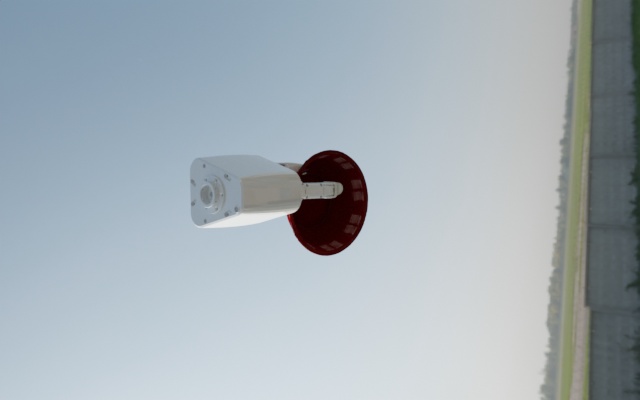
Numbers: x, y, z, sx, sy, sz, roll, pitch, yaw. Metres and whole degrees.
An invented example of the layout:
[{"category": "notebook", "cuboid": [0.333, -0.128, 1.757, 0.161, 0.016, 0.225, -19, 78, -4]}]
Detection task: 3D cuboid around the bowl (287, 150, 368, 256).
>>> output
[{"category": "bowl", "cuboid": [0.001, 0.003, 0.745, 0.162, 0.162, 0.055, 0, 4, -40]}]
